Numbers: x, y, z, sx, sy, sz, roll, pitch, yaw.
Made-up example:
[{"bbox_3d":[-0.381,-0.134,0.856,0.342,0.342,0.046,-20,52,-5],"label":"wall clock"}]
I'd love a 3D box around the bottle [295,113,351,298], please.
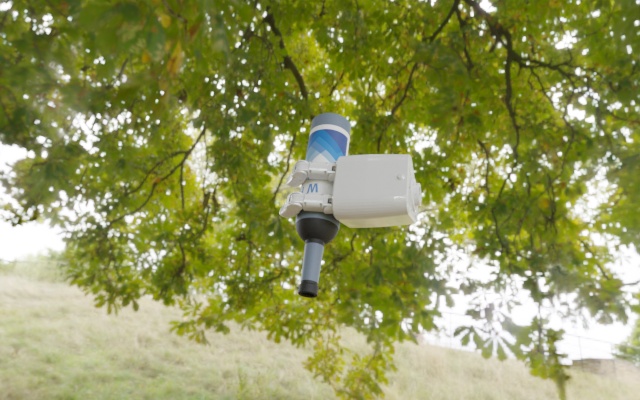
[{"bbox_3d":[0.000,0.002,0.729,0.069,0.295,0.069,6,-28,3],"label":"bottle"}]
